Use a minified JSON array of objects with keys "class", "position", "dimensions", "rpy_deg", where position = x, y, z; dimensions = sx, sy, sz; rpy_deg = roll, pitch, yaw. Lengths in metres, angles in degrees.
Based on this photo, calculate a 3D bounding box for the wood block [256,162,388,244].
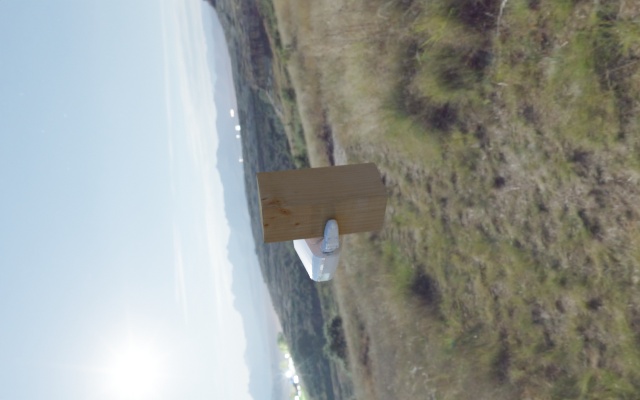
[{"class":"wood block","position":[0.000,0.003,0.818],"dimensions":[0.206,0.090,0.090],"rpy_deg":[-6,45,-9]}]
